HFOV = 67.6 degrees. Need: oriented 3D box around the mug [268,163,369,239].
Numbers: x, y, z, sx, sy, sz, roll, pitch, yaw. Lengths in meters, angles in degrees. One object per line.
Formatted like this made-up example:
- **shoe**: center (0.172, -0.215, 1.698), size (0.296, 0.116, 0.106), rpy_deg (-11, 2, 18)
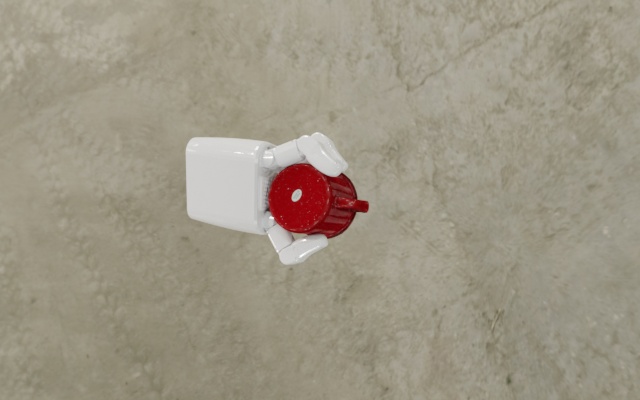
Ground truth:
- **mug**: center (0.001, 0.002, 0.573), size (0.117, 0.093, 0.081), rpy_deg (9, -2, 23)
